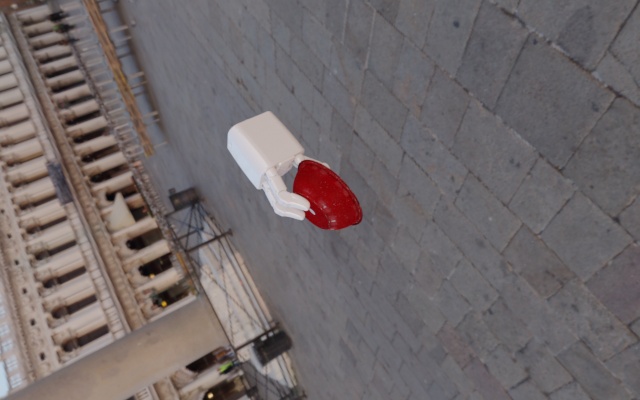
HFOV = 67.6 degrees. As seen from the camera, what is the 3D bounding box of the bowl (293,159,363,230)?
[{"bbox_3d":[0.001,0.004,0.891,0.055,0.162,0.162,-45,21,-22],"label":"bowl"}]
